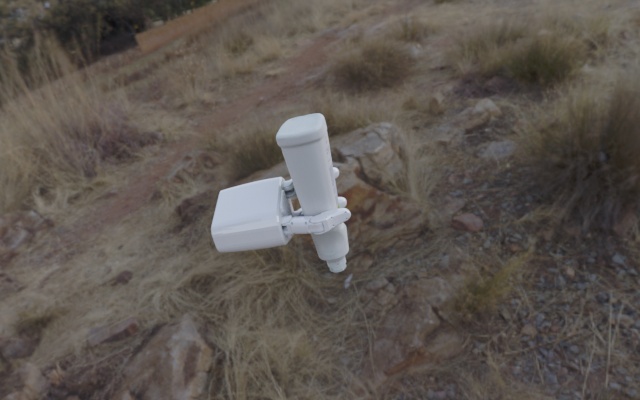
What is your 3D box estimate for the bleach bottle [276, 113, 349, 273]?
[{"bbox_3d":[0.000,0.002,0.725,0.068,0.251,0.102,-10,24,10],"label":"bleach bottle"}]
